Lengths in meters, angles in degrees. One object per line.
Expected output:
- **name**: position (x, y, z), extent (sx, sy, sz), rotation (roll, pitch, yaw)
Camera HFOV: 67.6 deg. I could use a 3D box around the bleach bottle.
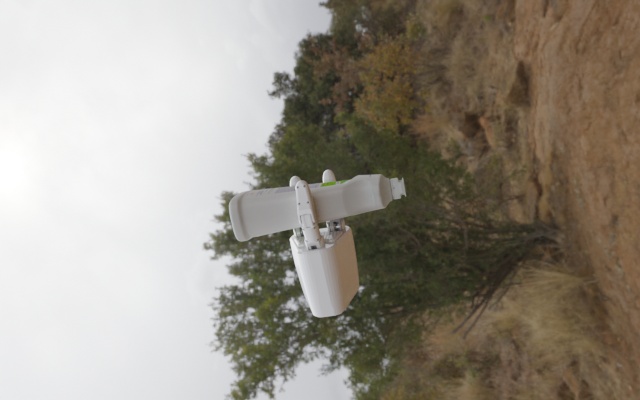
- **bleach bottle**: position (0.000, 0.002, 0.710), extent (0.251, 0.068, 0.102), rotation (-9, 11, 8)
